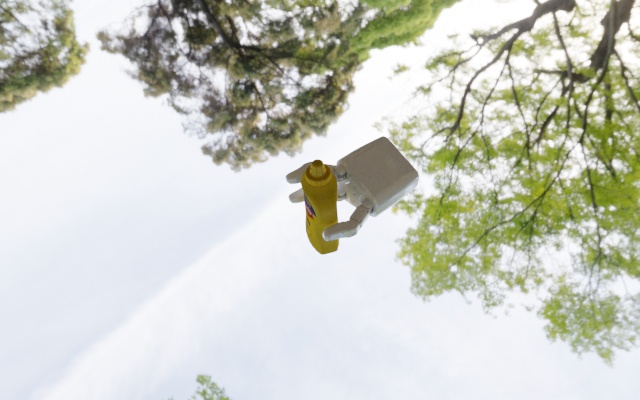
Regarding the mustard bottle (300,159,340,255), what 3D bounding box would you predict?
[{"bbox_3d":[0.000,0.003,0.804,0.058,0.096,0.192,-13,-39,-7],"label":"mustard bottle"}]
